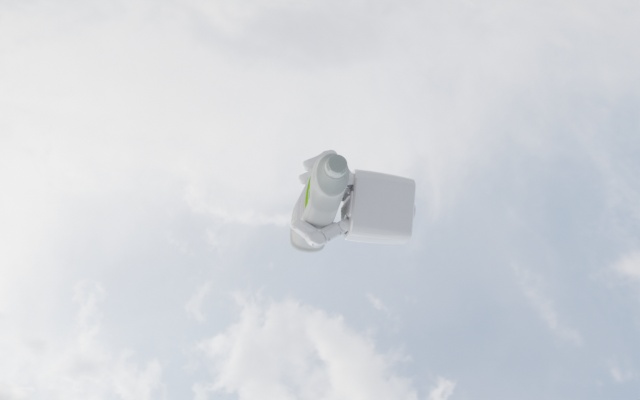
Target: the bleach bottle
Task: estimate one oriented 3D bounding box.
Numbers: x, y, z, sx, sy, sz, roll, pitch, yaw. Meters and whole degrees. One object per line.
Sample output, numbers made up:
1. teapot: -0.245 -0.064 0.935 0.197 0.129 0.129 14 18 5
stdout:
1. bleach bottle: 0.000 0.002 0.777 0.068 0.102 0.251 7 -23 -9
